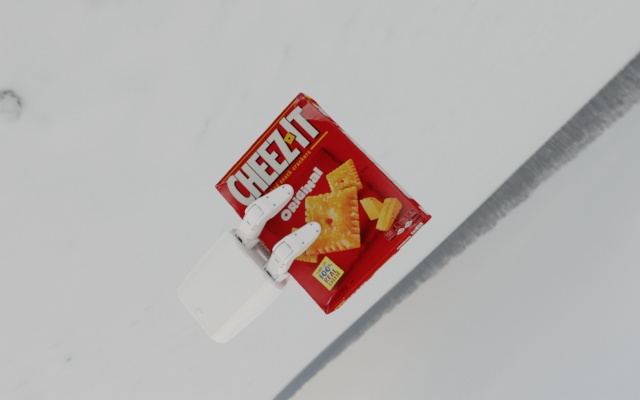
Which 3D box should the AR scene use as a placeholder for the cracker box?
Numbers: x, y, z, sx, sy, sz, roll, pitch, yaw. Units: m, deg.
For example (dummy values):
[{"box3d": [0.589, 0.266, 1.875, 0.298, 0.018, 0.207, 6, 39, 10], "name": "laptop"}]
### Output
[{"box3d": [0.000, 0.002, 0.581, 0.213, 0.164, 0.072, 47, 10, 14], "name": "cracker box"}]
